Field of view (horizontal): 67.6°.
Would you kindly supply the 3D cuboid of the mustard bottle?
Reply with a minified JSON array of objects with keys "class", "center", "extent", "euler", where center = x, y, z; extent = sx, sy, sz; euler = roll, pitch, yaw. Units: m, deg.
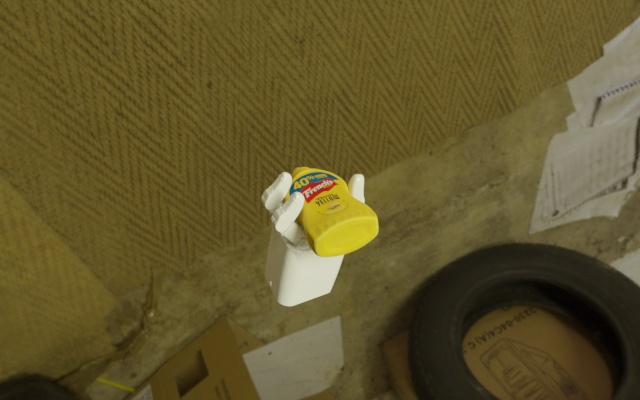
[{"class":"mustard bottle","center":[0.000,0.002,0.701],"extent":[0.096,0.058,0.191],"euler":[-21,37,-14]}]
